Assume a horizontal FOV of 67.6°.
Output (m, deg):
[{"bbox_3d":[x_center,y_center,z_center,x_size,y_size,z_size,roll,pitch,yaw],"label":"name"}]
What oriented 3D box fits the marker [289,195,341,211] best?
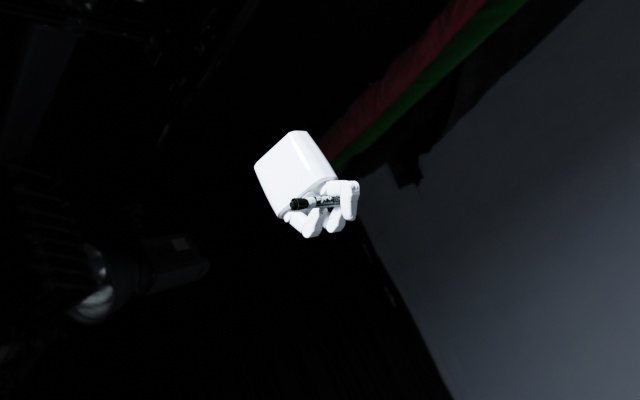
[{"bbox_3d":[0.000,0.002,0.719,0.020,0.020,0.121,0,3,44],"label":"marker"}]
